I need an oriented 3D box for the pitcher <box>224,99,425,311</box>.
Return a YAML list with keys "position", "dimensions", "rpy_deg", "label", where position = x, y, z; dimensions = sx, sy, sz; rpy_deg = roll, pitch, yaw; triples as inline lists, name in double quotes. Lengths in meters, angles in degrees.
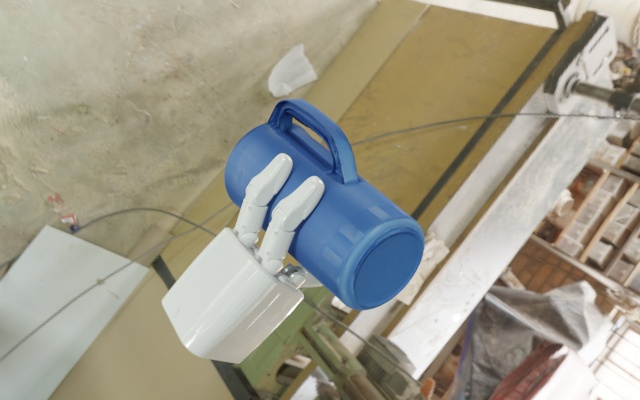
- position: [0.000, 0.002, 0.538]
  dimensions: [0.242, 0.145, 0.149]
  rpy_deg: [40, -6, 44]
  label: "pitcher"
